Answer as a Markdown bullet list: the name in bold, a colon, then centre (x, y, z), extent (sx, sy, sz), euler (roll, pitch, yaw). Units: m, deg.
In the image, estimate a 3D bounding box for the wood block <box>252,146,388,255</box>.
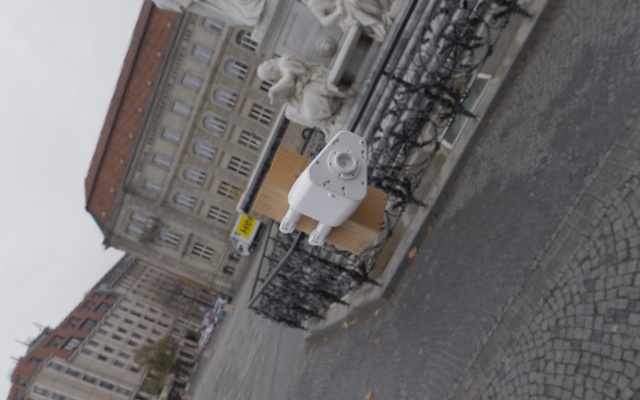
- **wood block**: centre (0.000, 0.002, 0.829), extent (0.206, 0.090, 0.090), euler (24, -38, -7)
